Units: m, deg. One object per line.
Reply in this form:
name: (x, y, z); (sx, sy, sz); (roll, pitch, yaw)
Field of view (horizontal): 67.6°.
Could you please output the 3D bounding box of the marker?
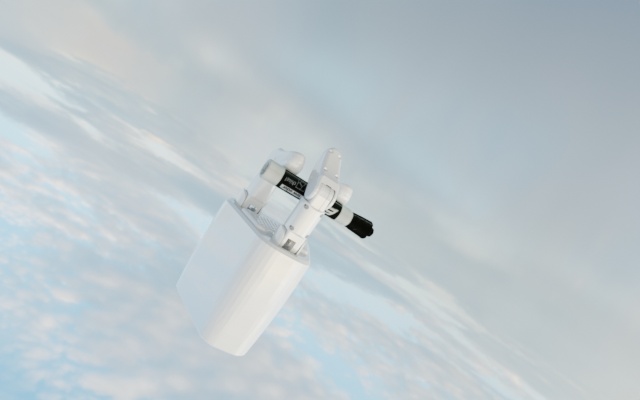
marker: (0.000, 0.001, 0.431); (0.121, 0.020, 0.020); (32, -13, -22)
